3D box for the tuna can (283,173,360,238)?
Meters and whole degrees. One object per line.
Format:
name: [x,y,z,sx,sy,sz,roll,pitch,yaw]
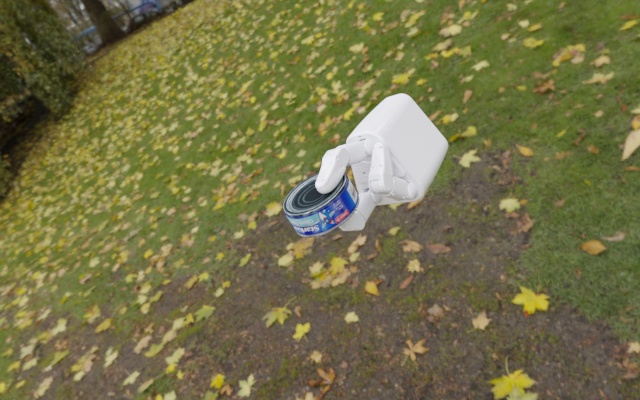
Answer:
tuna can: [0.000,0.001,0.556,0.086,0.034,0.086,-24,28,14]
